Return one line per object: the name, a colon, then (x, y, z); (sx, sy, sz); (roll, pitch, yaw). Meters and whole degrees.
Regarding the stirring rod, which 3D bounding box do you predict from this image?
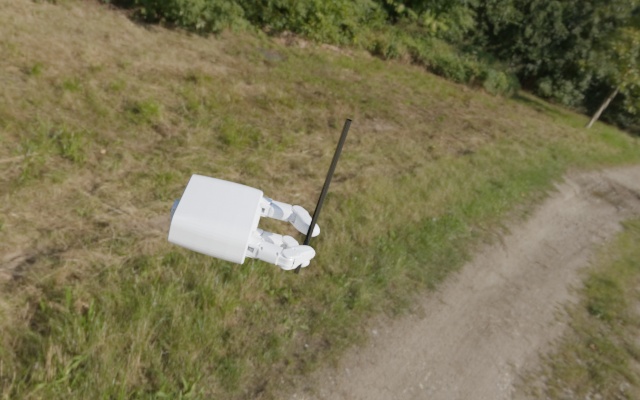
stirring rod: (0.000, 0.002, 0.648); (0.011, 0.240, 0.011); (16, 25, -8)
